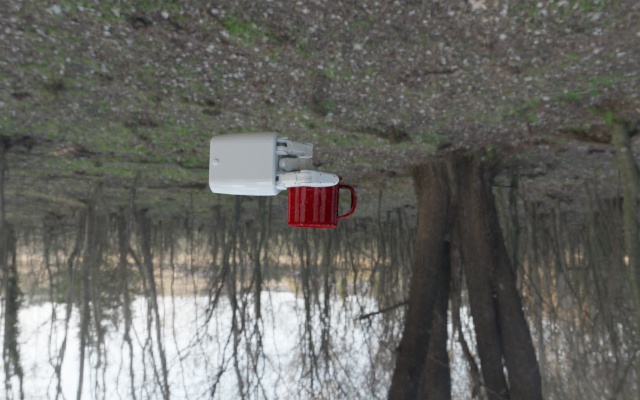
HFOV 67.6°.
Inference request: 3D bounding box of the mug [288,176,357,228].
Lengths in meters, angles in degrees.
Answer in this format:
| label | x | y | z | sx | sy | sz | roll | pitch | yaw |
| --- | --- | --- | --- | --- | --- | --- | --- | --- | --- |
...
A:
| label | x | y | z | sx | sy | sz | roll | pitch | yaw |
| --- | --- | --- | --- | --- | --- | --- | --- | --- | --- |
| mug | 0.002 | 0.003 | 0.771 | 0.117 | 0.081 | 0.093 | 1 | -6 | 9 |
